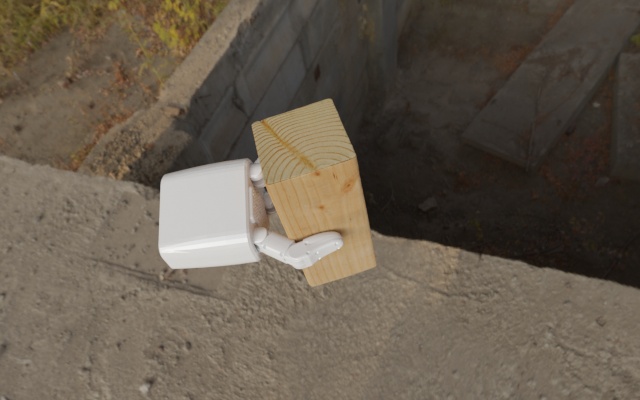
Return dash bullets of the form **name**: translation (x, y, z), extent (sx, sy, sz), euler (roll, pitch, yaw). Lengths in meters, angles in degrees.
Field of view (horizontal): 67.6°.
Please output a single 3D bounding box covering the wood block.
- **wood block**: translation (0.000, 0.002, 0.543), extent (0.090, 0.090, 0.206), euler (-18, -38, 0)
